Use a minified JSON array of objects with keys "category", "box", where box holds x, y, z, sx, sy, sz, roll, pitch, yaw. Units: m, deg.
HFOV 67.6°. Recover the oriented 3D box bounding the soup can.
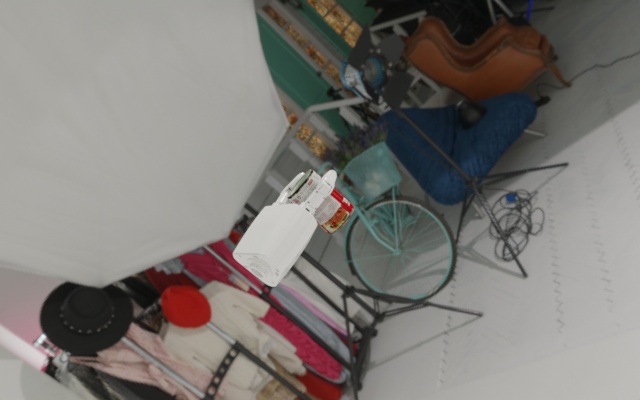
[{"category":"soup can","box":[0.000,0.002,0.841,0.102,0.068,0.068,41,-9,-11]}]
